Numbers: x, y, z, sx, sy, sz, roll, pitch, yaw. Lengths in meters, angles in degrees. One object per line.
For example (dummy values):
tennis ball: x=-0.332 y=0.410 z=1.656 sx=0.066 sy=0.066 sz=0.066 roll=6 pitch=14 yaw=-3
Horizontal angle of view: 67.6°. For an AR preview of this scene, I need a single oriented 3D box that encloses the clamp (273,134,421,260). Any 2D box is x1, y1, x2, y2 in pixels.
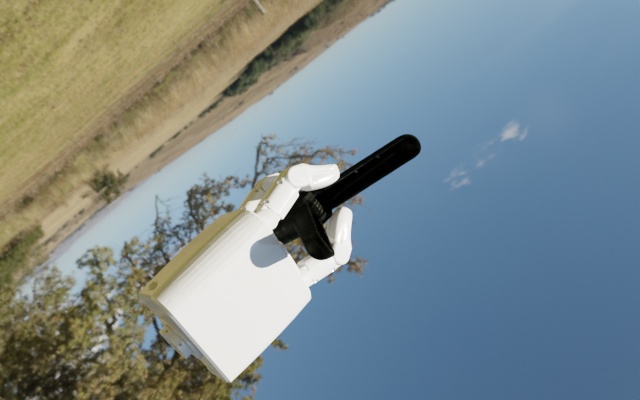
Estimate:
clamp: x=0.000 y=0.002 z=0.491 sx=0.164 sy=0.036 sz=0.210 roll=-43 pitch=15 yaw=-27
